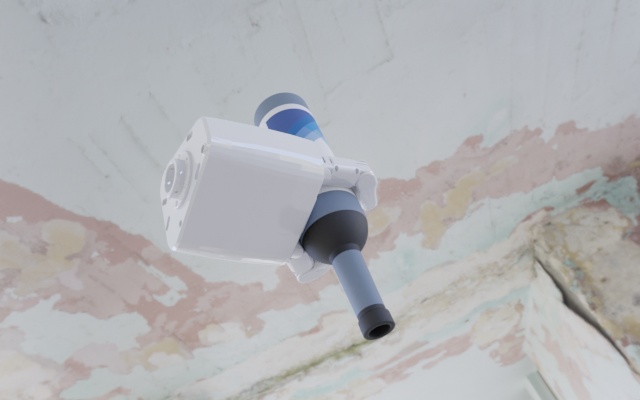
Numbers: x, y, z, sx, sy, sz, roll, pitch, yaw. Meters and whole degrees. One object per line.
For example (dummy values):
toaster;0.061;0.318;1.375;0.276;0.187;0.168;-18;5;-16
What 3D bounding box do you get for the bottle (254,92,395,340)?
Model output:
bottle;0.000;0.001;0.471;0.069;0.069;0.295;0;44;-26
